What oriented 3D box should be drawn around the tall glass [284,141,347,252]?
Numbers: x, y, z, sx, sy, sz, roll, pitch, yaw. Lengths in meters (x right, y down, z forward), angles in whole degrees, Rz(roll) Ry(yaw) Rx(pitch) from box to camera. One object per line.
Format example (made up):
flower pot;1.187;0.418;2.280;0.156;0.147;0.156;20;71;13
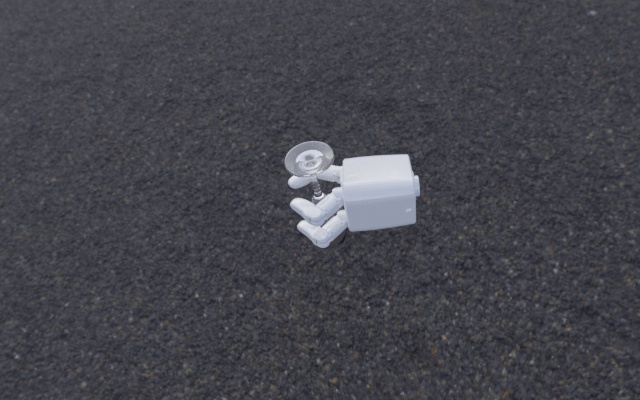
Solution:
tall glass;0.000;0.002;0.772;0.079;0.079;0.201;0;-40;12
